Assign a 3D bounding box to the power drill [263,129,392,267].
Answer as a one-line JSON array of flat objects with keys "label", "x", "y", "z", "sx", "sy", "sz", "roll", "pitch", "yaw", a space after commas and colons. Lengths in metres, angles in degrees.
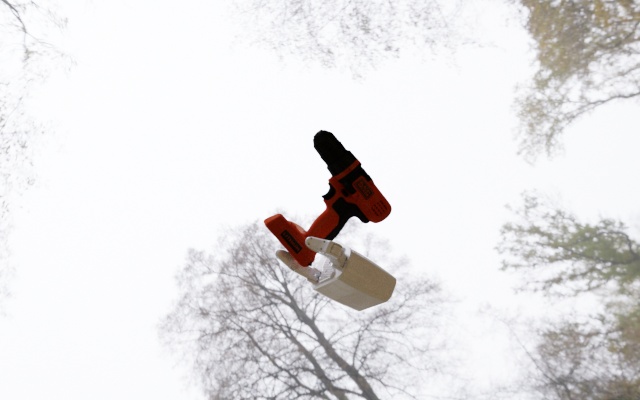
[{"label": "power drill", "x": 0.000, "y": 0.003, "z": 0.787, "sx": 0.187, "sy": 0.184, "sz": 0.057, "roll": -40, "pitch": 7, "yaw": -2}]
